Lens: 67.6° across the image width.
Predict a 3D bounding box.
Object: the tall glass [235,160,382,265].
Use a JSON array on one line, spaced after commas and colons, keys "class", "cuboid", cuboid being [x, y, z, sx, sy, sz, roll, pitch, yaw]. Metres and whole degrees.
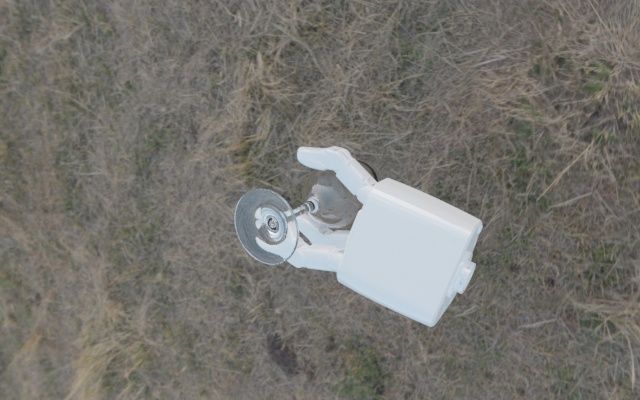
[{"class": "tall glass", "cuboid": [0.000, 0.002, 0.525, 0.079, 0.079, 0.201, 0, 14, 32]}]
